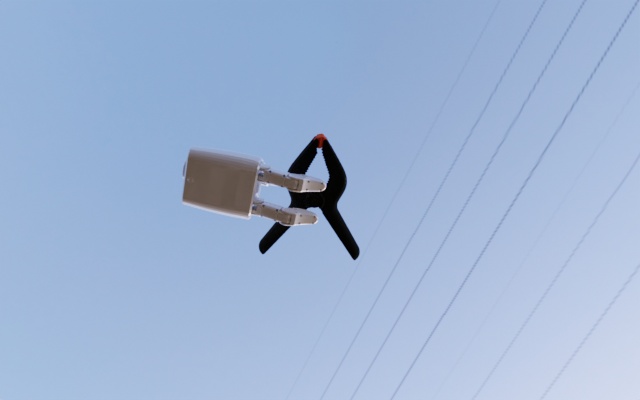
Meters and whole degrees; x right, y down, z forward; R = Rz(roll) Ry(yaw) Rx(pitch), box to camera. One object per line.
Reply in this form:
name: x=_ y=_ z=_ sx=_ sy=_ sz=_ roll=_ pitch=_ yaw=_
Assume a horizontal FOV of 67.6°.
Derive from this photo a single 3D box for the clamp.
clamp: x=0.000 y=0.002 z=0.753 sx=0.164 sy=0.210 sz=0.036 roll=10 pitch=19 yaw=-8
